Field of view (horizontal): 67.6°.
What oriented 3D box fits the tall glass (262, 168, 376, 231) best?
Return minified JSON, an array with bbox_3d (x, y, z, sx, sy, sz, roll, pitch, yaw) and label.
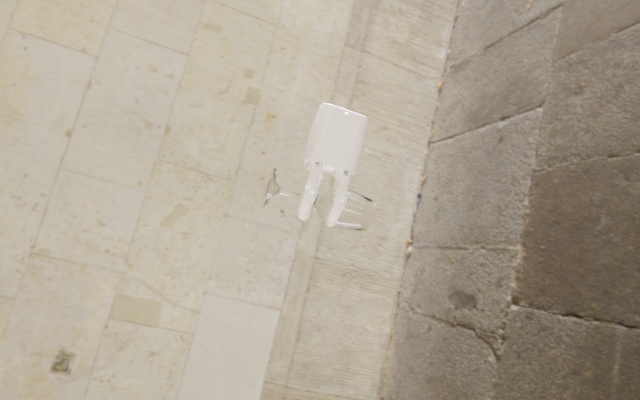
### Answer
[{"bbox_3d":[-0.001,0.003,0.880,0.201,0.079,0.079,16,-5,-16],"label":"tall glass"}]
